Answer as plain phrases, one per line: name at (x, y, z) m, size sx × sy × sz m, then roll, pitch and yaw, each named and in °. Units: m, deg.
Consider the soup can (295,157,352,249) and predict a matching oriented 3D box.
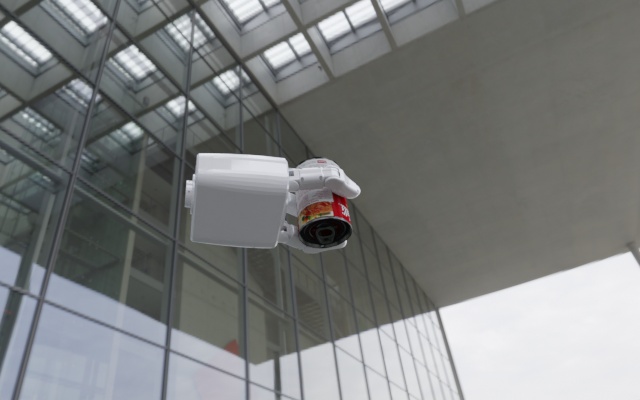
soup can at (0.001, 0.002, 0.624) m, size 0.068 × 0.102 × 0.069 m, roll -5°, pitch -37°, yaw -4°
